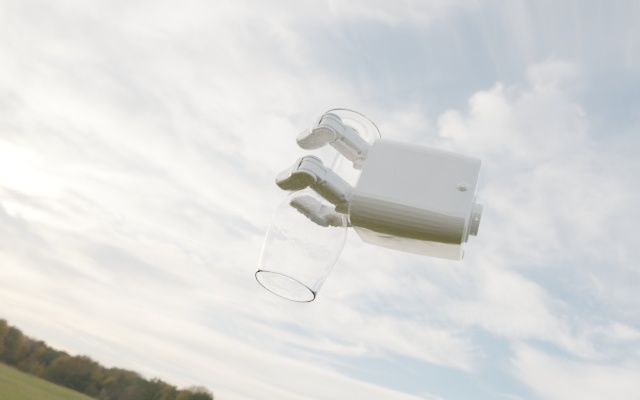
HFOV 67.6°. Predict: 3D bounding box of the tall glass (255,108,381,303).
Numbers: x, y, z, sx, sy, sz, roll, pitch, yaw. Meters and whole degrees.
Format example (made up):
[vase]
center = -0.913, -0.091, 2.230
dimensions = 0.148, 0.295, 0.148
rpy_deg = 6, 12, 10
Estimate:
[tall glass]
center = 0.000, 0.001, 0.495
dimensions = 0.079, 0.201, 0.079
rpy_deg = 17, -30, 10
